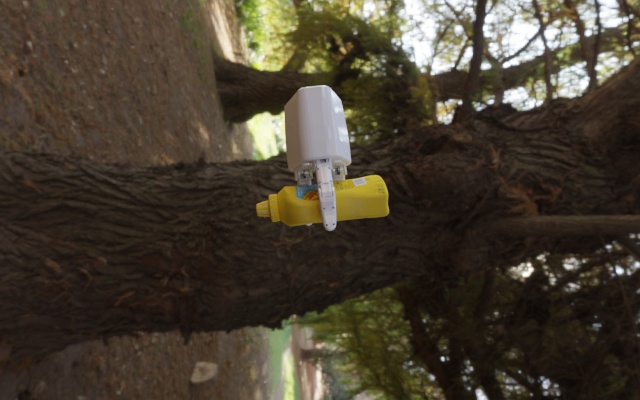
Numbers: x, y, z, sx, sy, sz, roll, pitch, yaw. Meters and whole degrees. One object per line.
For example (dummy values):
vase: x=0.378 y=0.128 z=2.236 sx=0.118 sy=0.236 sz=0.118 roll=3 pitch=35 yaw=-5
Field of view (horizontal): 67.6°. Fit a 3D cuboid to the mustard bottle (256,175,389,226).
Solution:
mustard bottle: x=0.000 y=0.003 z=0.714 sx=0.191 sy=0.058 sz=0.096 roll=-6 pitch=20 yaw=-3
